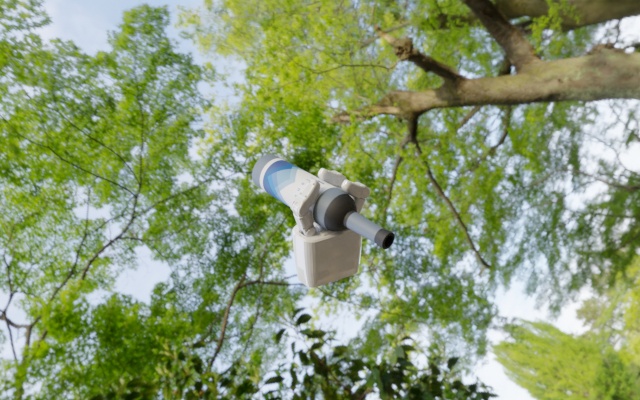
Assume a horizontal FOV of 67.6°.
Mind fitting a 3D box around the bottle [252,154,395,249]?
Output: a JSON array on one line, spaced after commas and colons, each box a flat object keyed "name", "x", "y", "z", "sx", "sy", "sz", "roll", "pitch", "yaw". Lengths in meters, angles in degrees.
[{"name": "bottle", "x": 0.000, "y": 0.002, "z": 0.783, "sx": 0.069, "sy": 0.069, "sz": 0.295, "roll": 0, "pitch": 23, "yaw": -47}]
